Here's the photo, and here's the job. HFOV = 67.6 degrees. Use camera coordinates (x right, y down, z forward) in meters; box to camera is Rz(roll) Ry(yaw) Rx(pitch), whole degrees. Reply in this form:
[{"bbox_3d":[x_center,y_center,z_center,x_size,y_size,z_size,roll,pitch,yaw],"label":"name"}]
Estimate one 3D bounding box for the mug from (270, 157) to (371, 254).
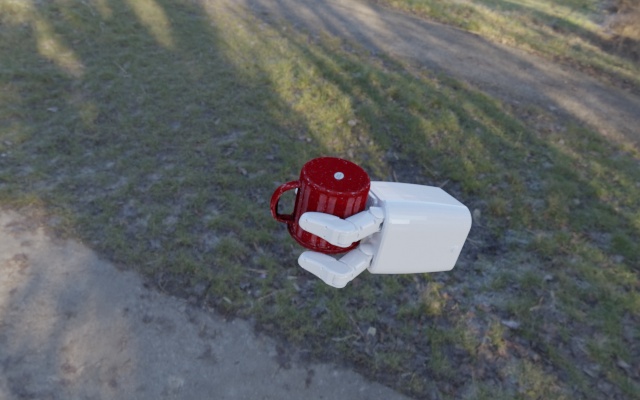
[{"bbox_3d":[-0.001,0.002,0.555,0.117,0.081,0.093,2,35,-13],"label":"mug"}]
